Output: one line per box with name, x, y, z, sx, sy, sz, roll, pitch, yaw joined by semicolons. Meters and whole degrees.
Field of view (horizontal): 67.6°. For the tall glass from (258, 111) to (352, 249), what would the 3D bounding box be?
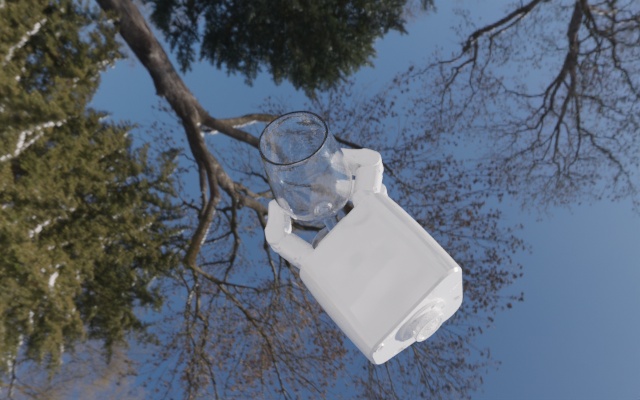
tall glass;0.000;0.002;0.484;0.079;0.079;0.201;0;-34;17
